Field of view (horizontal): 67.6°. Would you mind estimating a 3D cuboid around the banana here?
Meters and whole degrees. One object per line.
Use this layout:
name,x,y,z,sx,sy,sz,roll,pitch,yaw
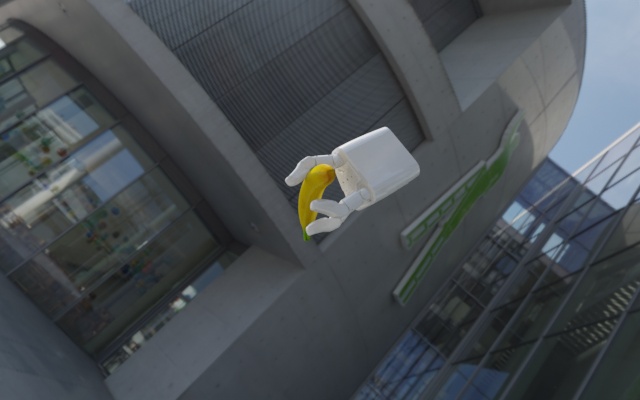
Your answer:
banana,-0.008,-0.010,0.796,0.037,0.069,0.198,-14,-31,-21
